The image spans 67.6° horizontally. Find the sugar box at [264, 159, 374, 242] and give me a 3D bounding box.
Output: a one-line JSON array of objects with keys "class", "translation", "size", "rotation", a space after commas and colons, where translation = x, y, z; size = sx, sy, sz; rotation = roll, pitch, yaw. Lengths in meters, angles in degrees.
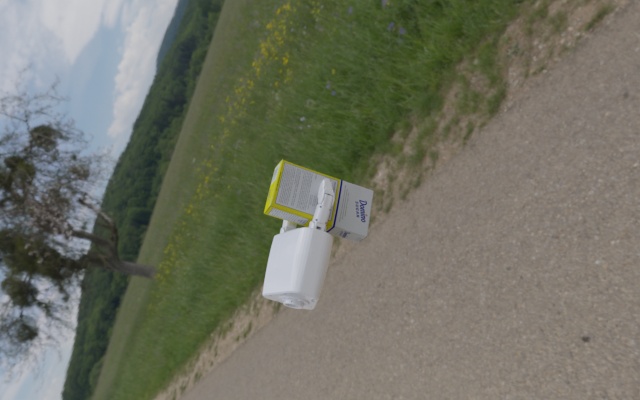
[{"class": "sugar box", "translation": [0.000, 0.003, 0.820], "size": [0.176, 0.093, 0.048], "rotation": [20, -27, -17]}]
